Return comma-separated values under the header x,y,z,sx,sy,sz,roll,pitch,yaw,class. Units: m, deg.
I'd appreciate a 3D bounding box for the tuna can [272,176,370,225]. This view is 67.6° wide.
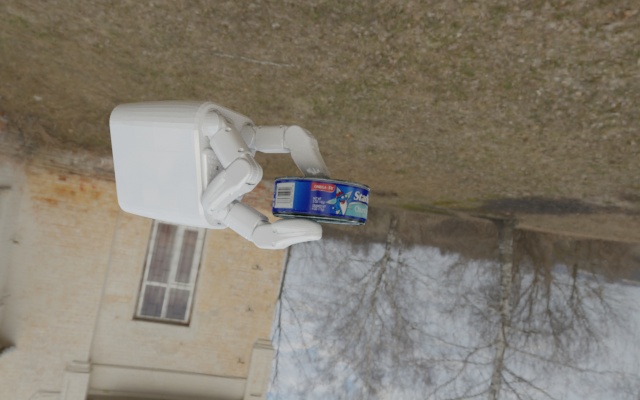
x,y,z,sx,sy,sz,roll,pitch,yaw,class
0.000,0.002,0.425,0.086,0.033,0.086,6,-5,1,tuna can
